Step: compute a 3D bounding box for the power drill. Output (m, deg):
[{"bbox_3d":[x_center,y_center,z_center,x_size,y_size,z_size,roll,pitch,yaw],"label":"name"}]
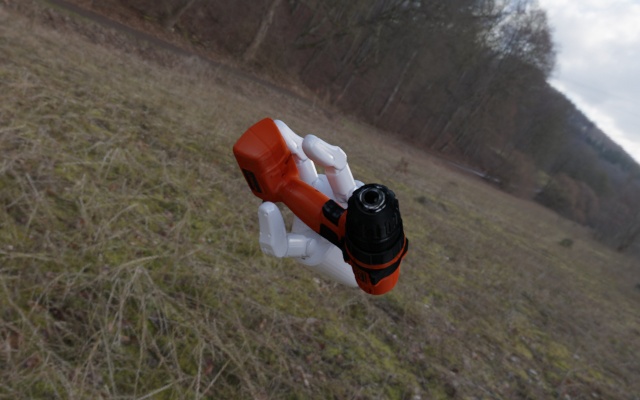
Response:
[{"bbox_3d":[0.000,0.001,0.452,0.187,0.057,0.184,41,-17,24],"label":"power drill"}]
